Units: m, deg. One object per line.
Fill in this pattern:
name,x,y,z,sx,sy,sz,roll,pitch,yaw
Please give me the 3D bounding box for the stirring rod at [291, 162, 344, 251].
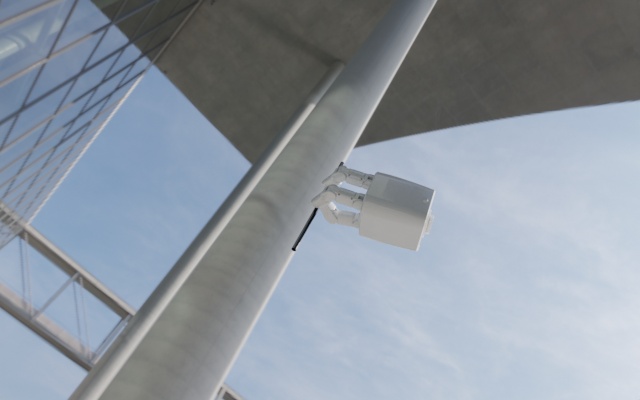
stirring rod,0.000,0.003,0.833,0.011,0.011,0.239,0,38,27
